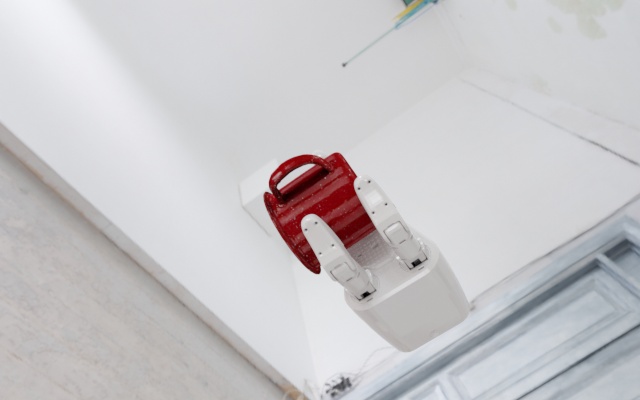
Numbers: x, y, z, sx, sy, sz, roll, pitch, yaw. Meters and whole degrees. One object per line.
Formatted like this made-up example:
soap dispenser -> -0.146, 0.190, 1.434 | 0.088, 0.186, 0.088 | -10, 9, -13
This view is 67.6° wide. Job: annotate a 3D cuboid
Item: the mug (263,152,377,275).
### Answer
mug -> 0.000, 0.000, 0.439 | 0.081, 0.117, 0.093 | -34, 40, 7
